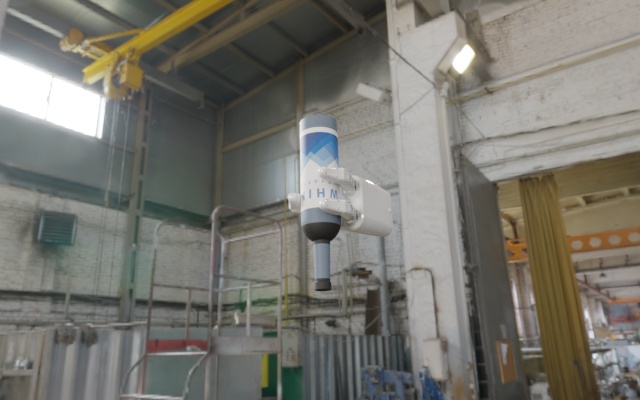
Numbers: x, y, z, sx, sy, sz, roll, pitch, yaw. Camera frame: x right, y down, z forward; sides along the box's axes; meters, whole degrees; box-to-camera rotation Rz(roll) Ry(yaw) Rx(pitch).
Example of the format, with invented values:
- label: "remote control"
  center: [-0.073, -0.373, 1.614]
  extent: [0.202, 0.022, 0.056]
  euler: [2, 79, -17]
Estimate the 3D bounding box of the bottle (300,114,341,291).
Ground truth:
- label: "bottle"
  center: [0.000, 0.002, 0.803]
  extent: [0.069, 0.295, 0.069]
  euler: [-1, -17, 0]
